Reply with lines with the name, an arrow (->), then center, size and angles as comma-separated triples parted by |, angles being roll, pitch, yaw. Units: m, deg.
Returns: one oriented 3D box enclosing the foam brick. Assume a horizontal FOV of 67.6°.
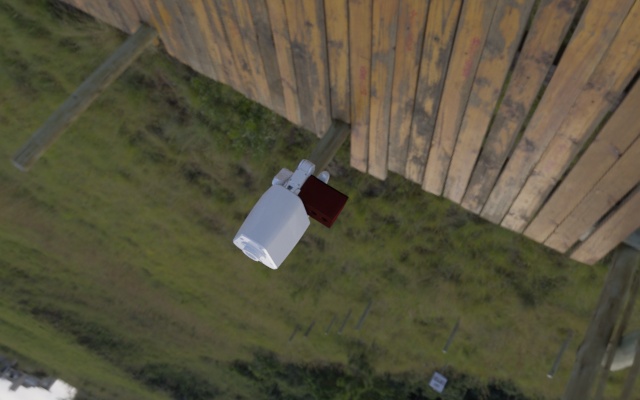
foam brick -> 0.000, 0.003, 0.830 | 0.078, 0.051, 0.053 | 31, -22, 7
